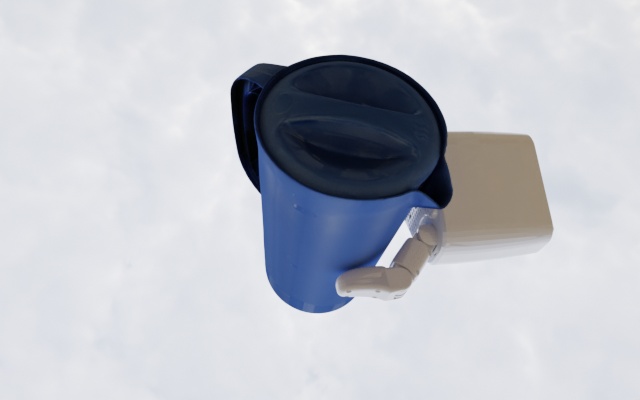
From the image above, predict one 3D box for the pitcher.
[{"bbox_3d":[0.000,0.001,0.420,0.145,0.149,0.243,-4,-33,-11],"label":"pitcher"}]
